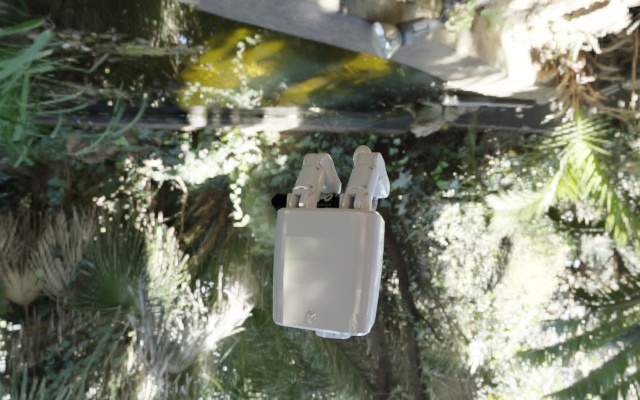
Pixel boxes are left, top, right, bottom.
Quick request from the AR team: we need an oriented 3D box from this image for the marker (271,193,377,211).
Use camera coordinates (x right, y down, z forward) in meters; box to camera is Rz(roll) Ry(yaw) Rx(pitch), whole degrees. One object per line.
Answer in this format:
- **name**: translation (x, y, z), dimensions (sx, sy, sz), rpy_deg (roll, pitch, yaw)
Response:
- **marker**: translation (0.000, 0.002, 0.501), dimensions (0.121, 0.020, 0.020), rpy_deg (0, 0, 29)
